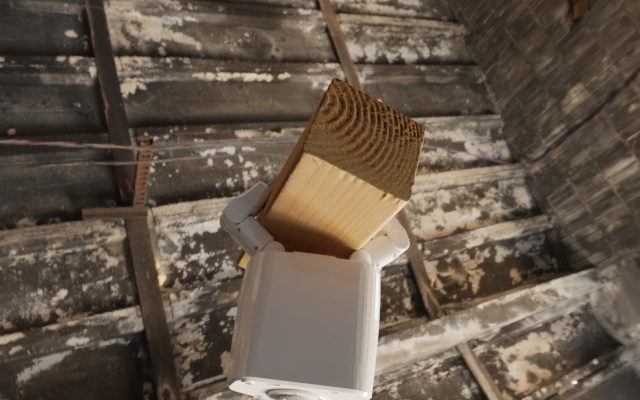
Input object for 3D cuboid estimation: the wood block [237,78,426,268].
[{"bbox_3d":[0.000,0.002,0.447,0.091,0.090,0.206,27,-38,-8],"label":"wood block"}]
